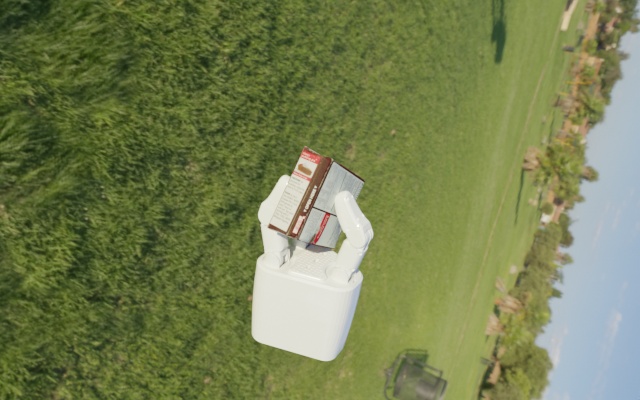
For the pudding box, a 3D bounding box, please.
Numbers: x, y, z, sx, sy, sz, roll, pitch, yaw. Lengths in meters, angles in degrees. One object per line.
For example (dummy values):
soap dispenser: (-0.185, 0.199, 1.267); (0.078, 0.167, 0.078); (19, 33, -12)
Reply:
pudding box: (0.000, 0.002, 0.509); (0.039, 0.090, 0.113); (24, 0, 22)
